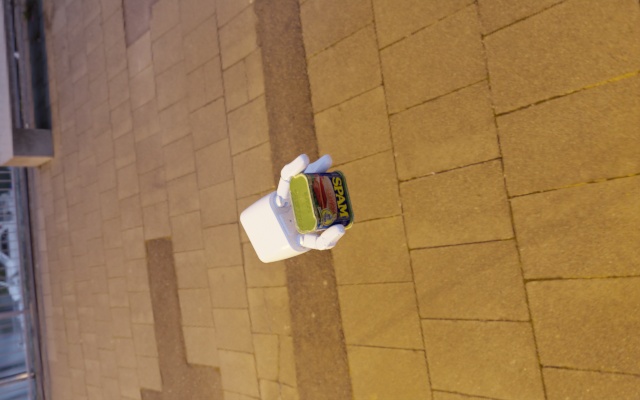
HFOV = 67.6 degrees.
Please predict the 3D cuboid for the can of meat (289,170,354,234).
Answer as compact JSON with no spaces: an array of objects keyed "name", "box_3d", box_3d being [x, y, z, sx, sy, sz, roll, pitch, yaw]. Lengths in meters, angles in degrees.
[{"name":"can of meat","box_3d":[0.000,0.003,0.786,0.084,0.102,0.057,-4,-12,-42]}]
